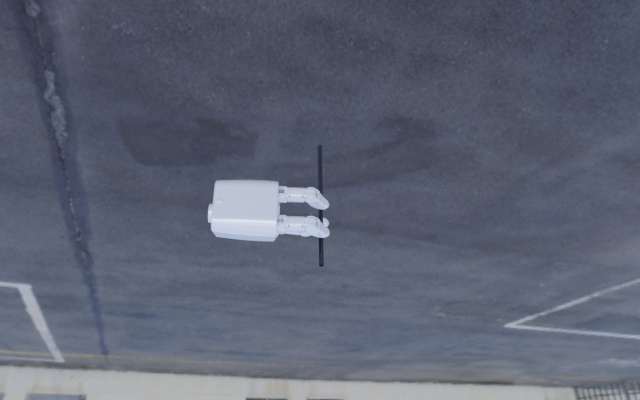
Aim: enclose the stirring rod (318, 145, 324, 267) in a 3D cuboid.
[{"bbox_3d":[0.000,0.003,0.855,0.011,0.239,0.011,-1,-28,0],"label":"stirring rod"}]
